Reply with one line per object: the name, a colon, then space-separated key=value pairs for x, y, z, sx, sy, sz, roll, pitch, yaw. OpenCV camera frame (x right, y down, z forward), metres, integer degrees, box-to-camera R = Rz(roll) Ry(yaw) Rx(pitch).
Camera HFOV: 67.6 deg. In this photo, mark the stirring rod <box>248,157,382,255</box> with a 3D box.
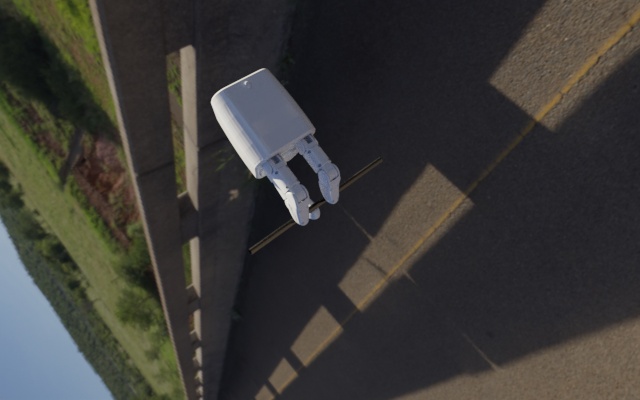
stirring rod: x=0.000 y=0.002 z=0.651 sx=0.239 sy=0.011 sz=0.011 roll=-35 pitch=17 yaw=-26
